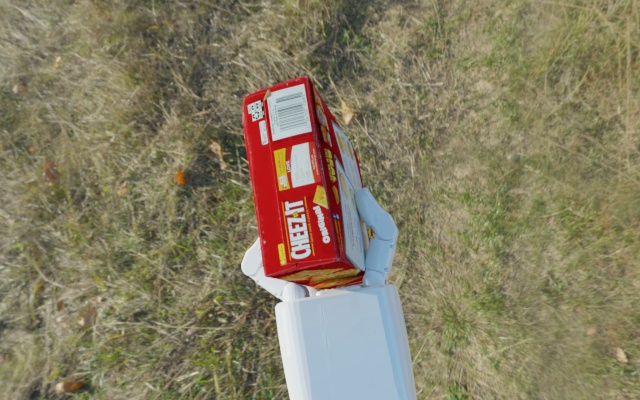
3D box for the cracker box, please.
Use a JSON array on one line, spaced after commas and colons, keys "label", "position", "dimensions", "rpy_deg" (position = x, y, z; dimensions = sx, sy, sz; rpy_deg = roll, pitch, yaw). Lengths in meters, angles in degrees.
[{"label": "cracker box", "position": [0.000, 0.002, 0.484], "dimensions": [0.072, 0.164, 0.214], "rpy_deg": [-14, -17, 12]}]
